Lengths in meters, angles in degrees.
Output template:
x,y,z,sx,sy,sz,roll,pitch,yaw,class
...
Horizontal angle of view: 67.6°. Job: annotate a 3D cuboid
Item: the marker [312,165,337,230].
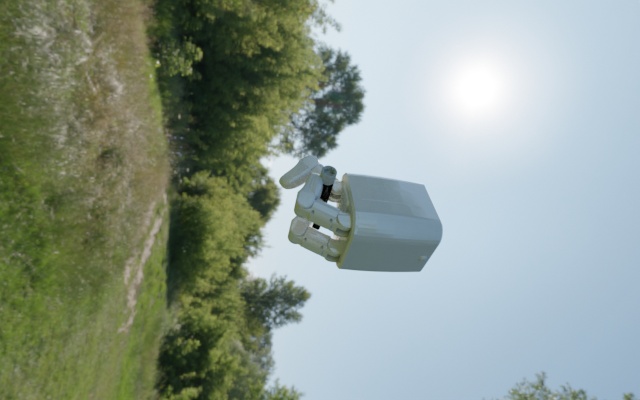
x,y,z,sx,sy,sz,roll,pitch,yaw,class
0.000,0.002,0.603,0.020,0.020,0.121,0,-37,-13,marker
